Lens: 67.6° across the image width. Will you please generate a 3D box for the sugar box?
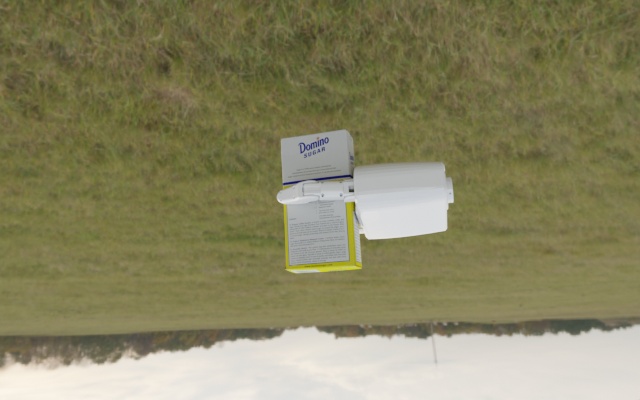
[{"bbox_3d":[0.000,0.002,0.618,0.093,0.176,0.048,-6,-15,15],"label":"sugar box"}]
